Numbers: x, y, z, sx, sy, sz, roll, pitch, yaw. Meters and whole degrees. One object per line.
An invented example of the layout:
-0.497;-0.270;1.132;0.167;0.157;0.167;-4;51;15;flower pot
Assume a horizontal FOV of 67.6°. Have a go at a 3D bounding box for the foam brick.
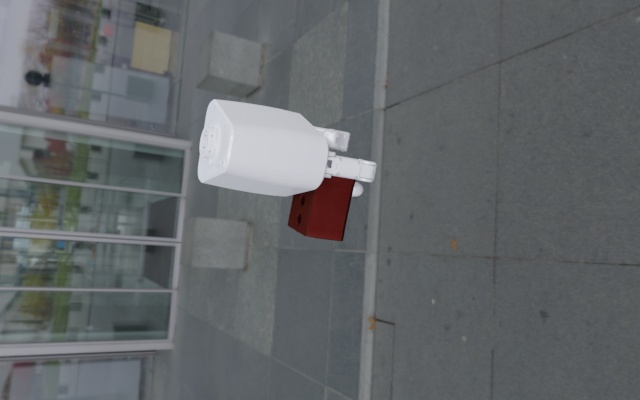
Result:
0.000;0.002;0.556;0.051;0.078;0.053;7;8;-30;foam brick
